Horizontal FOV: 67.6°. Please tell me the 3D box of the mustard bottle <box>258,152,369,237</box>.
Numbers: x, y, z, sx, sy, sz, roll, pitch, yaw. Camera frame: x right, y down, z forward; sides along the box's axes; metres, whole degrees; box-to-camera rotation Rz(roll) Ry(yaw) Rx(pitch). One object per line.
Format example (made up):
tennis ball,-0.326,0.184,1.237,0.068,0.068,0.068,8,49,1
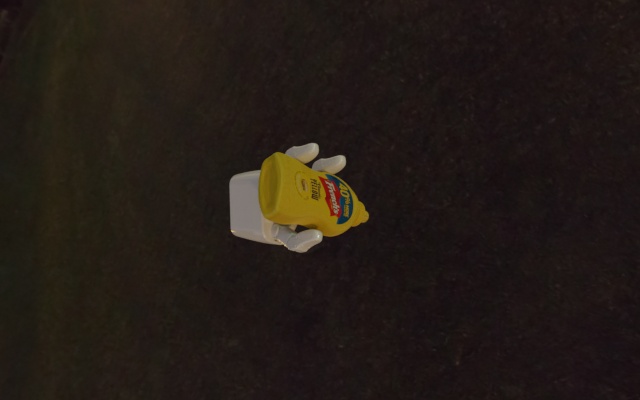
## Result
mustard bottle,0.000,0.002,0.705,0.192,0.096,0.058,20,-36,-39
